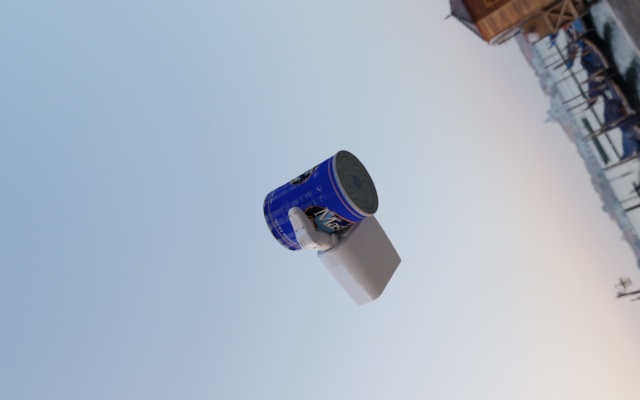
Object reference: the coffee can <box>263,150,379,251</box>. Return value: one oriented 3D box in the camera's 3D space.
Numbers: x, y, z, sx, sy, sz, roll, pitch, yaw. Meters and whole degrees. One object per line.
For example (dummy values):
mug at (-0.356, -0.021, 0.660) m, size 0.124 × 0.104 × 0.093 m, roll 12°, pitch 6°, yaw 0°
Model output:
coffee can at (0.000, 0.002, 0.710) m, size 0.140 × 0.102 × 0.103 m, roll -28°, pitch -15°, yaw 29°
